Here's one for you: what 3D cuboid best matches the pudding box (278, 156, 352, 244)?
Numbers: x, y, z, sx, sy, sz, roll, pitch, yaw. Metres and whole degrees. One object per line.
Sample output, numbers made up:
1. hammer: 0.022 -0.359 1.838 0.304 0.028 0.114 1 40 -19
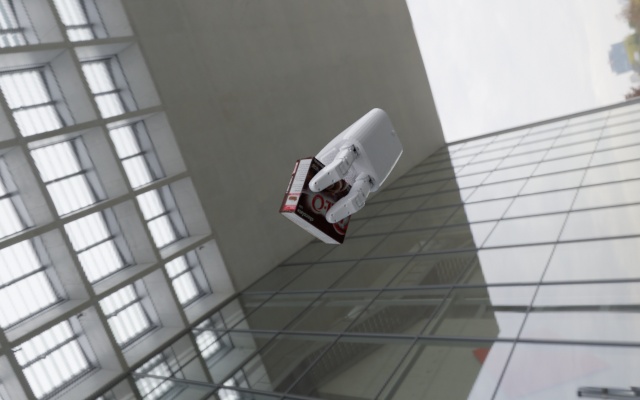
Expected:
1. pudding box: 0.000 0.002 0.697 0.039 0.090 0.113 -5 -30 45
